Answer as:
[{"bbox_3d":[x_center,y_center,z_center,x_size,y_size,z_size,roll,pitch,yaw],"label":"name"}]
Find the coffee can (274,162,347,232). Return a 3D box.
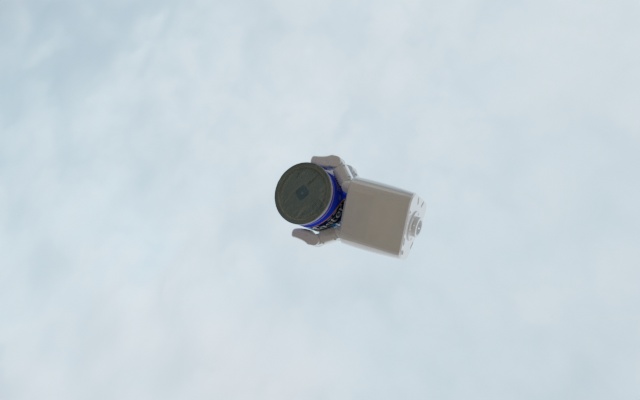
[{"bbox_3d":[0.000,0.003,0.818,0.103,0.102,0.140,0,-12,26],"label":"coffee can"}]
